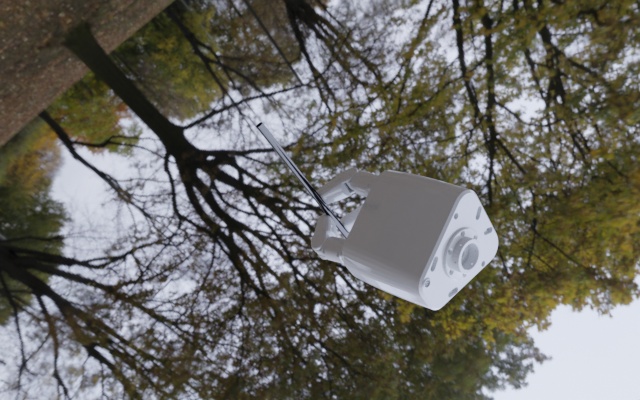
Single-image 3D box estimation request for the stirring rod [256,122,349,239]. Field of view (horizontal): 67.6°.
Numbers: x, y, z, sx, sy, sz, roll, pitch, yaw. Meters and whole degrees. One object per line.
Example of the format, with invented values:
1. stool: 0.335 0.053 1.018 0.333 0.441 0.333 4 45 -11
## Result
1. stirring rod: 0.000 0.002 0.553 0.011 0.011 0.240 0 -41 44
